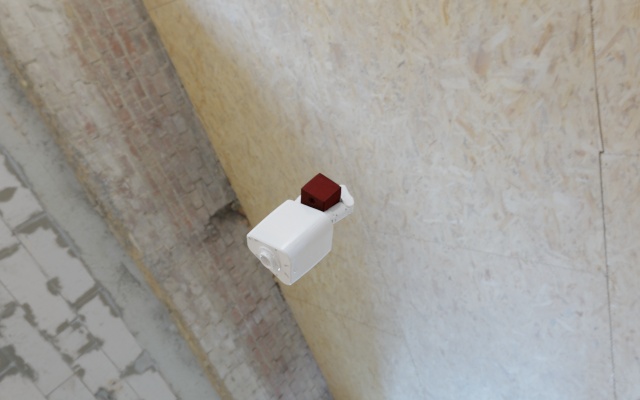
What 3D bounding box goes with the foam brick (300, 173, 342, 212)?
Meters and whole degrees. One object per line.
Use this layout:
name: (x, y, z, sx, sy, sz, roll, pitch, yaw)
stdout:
foam brick: (0.000, 0.002, 0.845, 0.053, 0.078, 0.051, 33, 53, 25)
